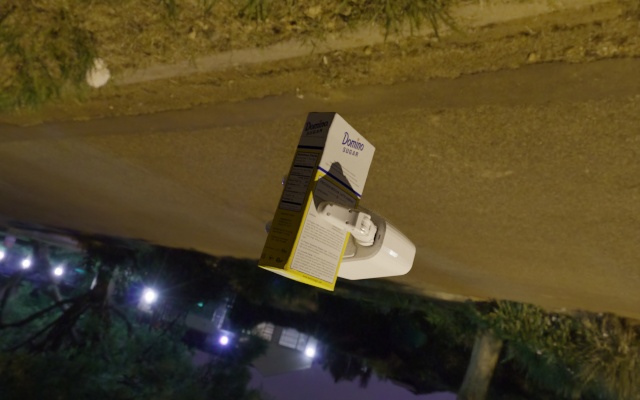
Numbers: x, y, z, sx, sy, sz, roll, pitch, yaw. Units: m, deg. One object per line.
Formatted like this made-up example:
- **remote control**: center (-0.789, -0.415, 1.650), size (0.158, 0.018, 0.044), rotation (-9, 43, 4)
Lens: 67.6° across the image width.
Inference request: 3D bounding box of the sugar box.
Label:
- **sugar box**: center (0.000, 0.002, 0.527), size (0.048, 0.176, 0.093), rotation (6, -17, 37)
